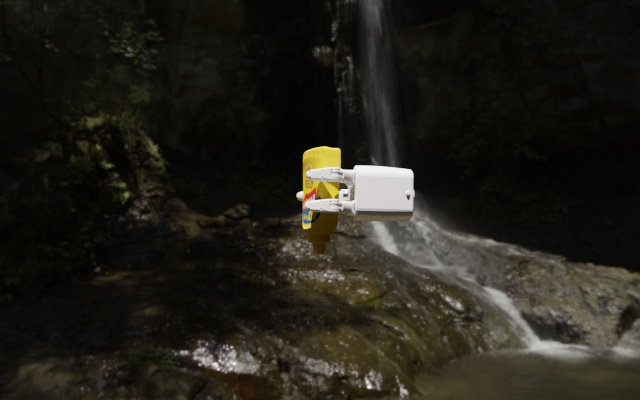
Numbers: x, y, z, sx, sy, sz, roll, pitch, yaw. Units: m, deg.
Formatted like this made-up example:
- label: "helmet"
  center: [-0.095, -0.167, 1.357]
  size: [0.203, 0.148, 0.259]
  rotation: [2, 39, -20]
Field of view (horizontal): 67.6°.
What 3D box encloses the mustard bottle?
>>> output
- label: "mustard bottle"
  center: [0.000, 0.003, 0.880]
  size: [0.058, 0.191, 0.096]
  rotation: [4, -6, -29]
